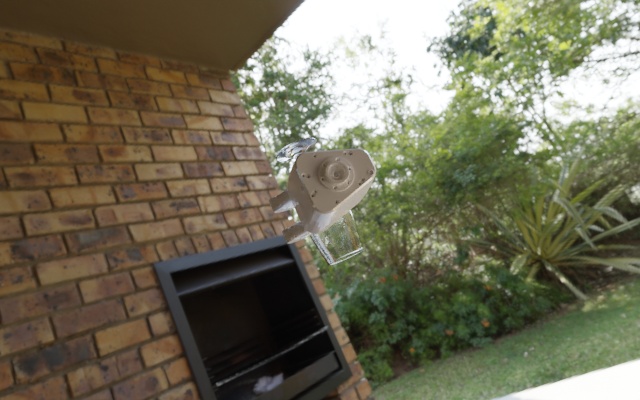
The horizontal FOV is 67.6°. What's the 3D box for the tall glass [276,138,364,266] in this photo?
[{"bbox_3d":[0.000,0.002,0.778,0.079,0.201,0.079,-24,-12,-5],"label":"tall glass"}]
